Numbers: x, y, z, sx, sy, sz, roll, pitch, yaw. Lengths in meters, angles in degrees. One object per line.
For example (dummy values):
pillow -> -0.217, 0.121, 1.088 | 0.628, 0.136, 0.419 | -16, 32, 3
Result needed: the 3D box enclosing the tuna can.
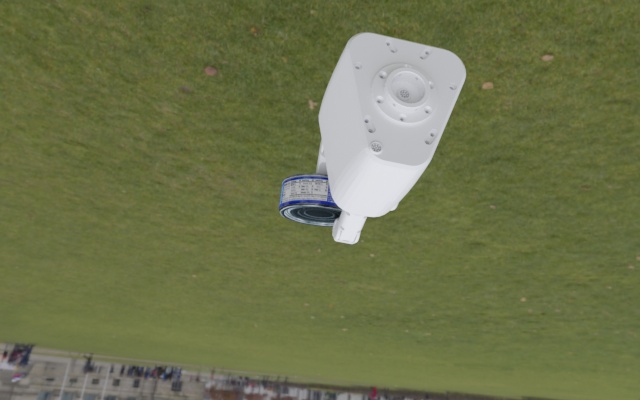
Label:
tuna can -> 0.000, 0.002, 0.501 | 0.086, 0.033, 0.086 | 6, -16, 2
